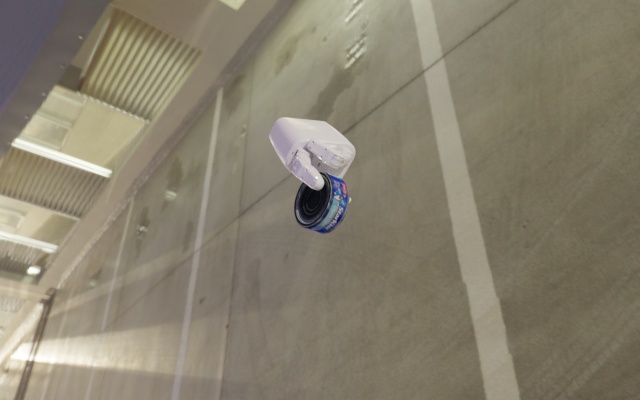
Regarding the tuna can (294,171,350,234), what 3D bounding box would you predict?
[{"bbox_3d":[0.000,0.002,0.681,0.034,0.086,0.086,21,-13,-37],"label":"tuna can"}]
